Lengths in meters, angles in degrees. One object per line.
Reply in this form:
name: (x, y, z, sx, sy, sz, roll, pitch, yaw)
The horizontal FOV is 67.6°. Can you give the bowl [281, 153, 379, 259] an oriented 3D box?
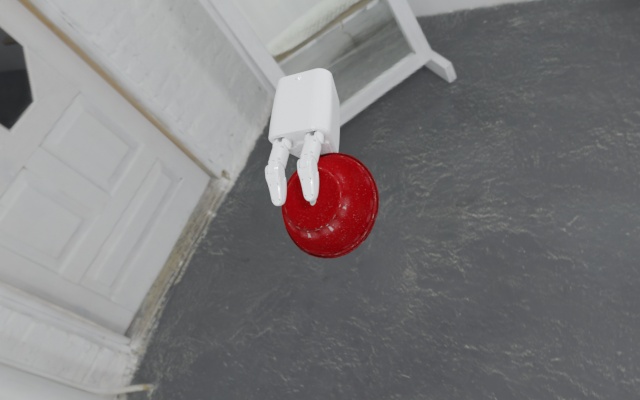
bowl: (0.000, 0.003, 0.693, 0.162, 0.162, 0.055, 0, -9, 28)
